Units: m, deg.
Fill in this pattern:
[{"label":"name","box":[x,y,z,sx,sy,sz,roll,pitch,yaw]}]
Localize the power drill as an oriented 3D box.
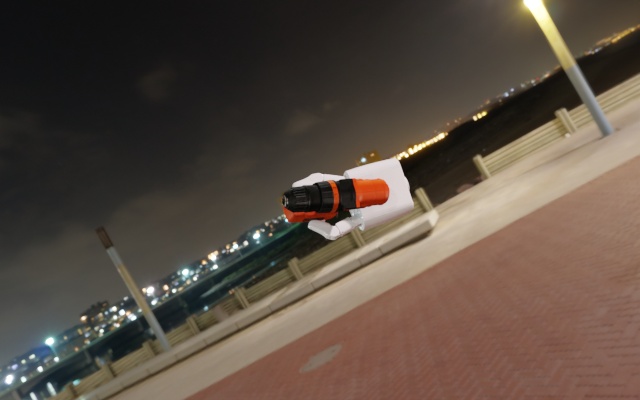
[{"label":"power drill","box":[0.000,0.003,0.825,0.184,0.057,0.187,-4,-5,-24]}]
